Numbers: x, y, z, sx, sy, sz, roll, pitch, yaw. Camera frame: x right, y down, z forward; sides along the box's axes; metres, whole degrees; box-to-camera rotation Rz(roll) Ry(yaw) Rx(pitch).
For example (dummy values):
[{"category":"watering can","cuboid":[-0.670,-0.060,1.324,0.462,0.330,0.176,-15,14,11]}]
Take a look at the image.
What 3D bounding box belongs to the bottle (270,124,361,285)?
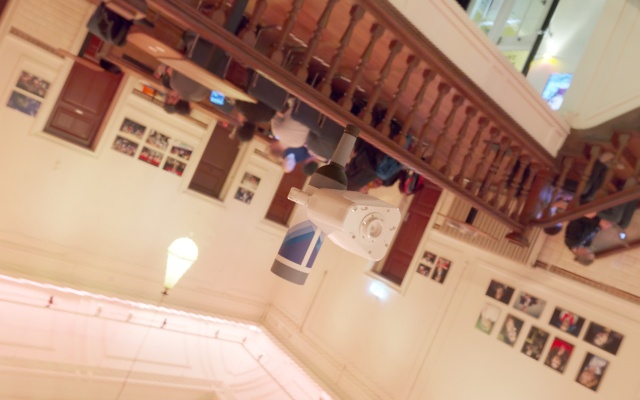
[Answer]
[{"category":"bottle","cuboid":[0.000,0.003,0.852,0.069,0.295,0.069,24,-1,1]}]
